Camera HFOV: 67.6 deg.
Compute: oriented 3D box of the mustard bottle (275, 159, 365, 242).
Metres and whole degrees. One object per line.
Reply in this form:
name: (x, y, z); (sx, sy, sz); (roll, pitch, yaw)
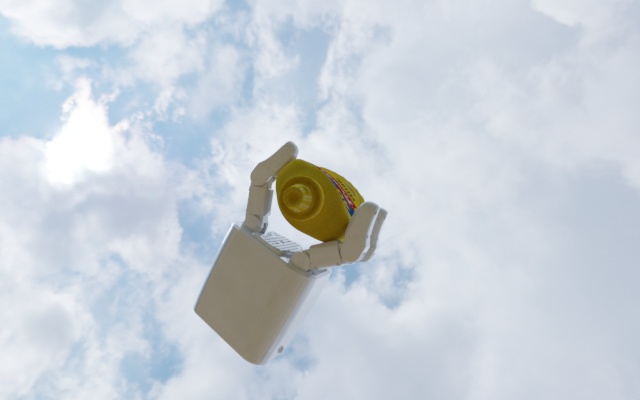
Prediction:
mustard bottle: (0.000, 0.001, 0.498); (0.058, 0.096, 0.191); (-39, -11, 10)
